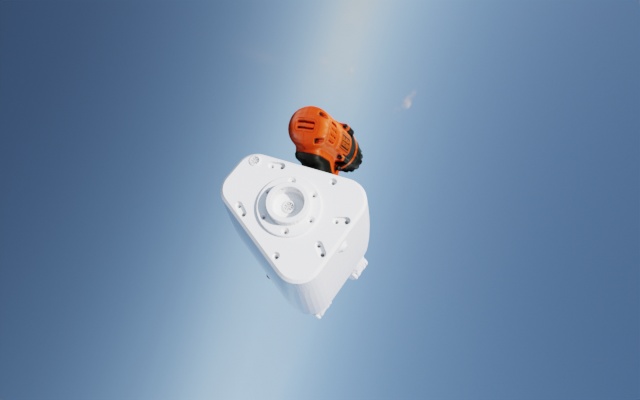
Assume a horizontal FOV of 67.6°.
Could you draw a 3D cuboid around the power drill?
[{"bbox_3d":[0.000,0.002,0.547,0.057,0.187,0.184,8,-4,20],"label":"power drill"}]
